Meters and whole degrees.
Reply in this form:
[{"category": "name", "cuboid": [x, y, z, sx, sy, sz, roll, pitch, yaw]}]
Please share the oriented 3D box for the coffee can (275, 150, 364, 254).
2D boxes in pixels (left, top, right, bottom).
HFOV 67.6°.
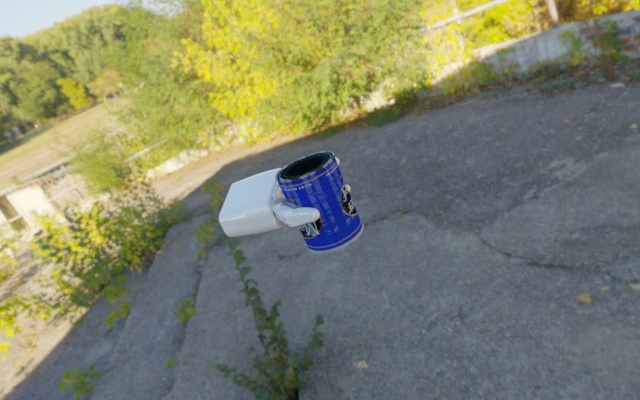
[{"category": "coffee can", "cuboid": [0.000, 0.003, 0.789, 0.103, 0.140, 0.102, -20, 22, 8]}]
